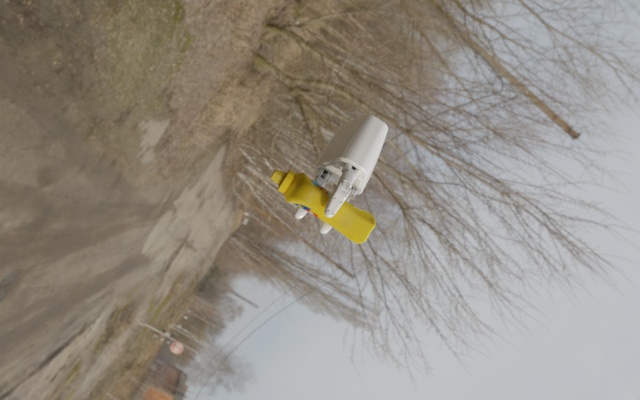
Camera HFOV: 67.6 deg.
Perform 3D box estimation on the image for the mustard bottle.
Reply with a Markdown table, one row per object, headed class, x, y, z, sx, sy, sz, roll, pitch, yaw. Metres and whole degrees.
| class | x | y | z | sx | sy | sz | roll | pitch | yaw |
| --- | --- | --- | --- | --- | --- | --- | --- | --- | --- |
| mustard bottle | 0.000 | 0.003 | 0.828 | 0.191 | 0.058 | 0.096 | 32 | 2 | -8 |
